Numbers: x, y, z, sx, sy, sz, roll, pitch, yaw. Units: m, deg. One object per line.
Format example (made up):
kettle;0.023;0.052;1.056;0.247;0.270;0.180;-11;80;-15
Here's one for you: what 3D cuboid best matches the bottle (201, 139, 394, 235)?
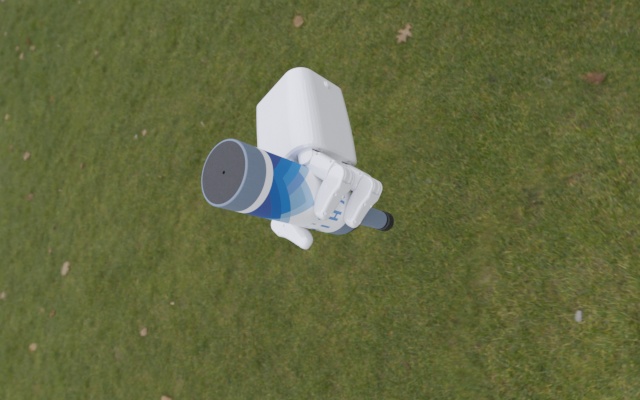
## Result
bottle;0.000;0.002;0.561;0.069;0.069;0.296;0;-11;39
